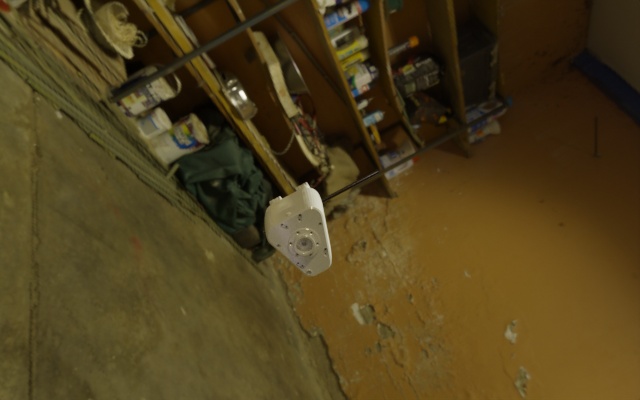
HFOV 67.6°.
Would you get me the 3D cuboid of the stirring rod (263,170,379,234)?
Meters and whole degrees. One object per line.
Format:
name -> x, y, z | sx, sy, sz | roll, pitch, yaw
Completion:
stirring rod -> 0.000, 0.003, 0.887 | 0.239, 0.011, 0.011 | -28, -2, 3
